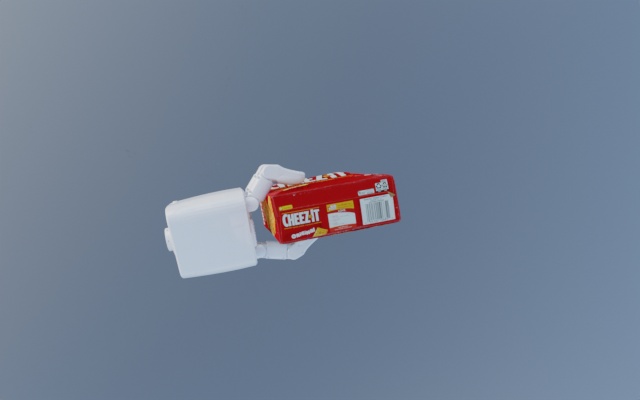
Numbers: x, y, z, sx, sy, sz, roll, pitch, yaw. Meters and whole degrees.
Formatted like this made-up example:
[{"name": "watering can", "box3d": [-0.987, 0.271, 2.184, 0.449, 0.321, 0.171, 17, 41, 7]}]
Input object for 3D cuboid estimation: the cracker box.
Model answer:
[{"name": "cracker box", "box3d": [0.000, 0.002, 0.703, 0.164, 0.072, 0.213, -11, 6, -11]}]
